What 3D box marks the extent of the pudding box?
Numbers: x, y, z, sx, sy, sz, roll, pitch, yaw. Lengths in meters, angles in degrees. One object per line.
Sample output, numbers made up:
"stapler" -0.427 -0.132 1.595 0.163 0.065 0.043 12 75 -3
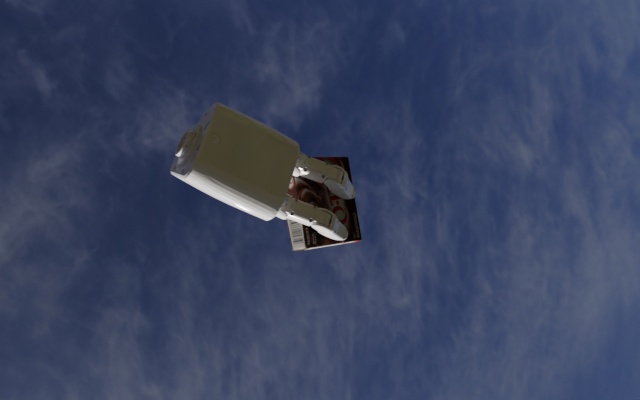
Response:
"pudding box" 0.000 0.002 0.598 0.090 0.113 0.039 -5 -5 -37
